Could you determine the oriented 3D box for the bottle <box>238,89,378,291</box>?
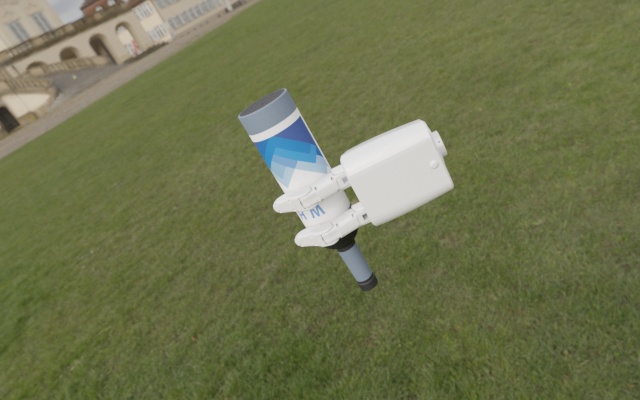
[{"bbox_3d":[0.000,0.002,0.619,0.069,0.296,0.069,-26,23,12],"label":"bottle"}]
